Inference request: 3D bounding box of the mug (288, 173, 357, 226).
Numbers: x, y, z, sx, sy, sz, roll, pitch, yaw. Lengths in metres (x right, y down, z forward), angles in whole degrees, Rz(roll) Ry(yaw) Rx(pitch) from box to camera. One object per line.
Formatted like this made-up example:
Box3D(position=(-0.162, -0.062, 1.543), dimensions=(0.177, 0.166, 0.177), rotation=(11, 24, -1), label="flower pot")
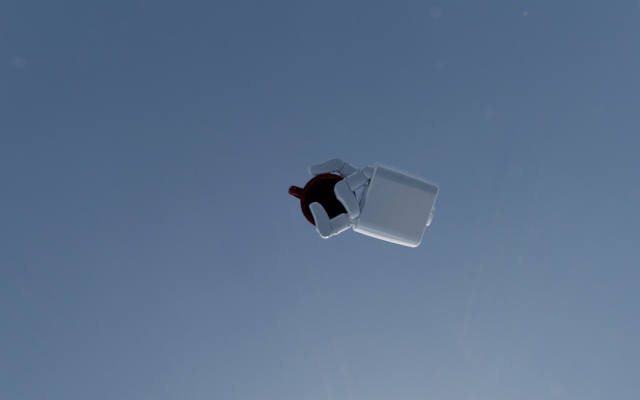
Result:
Box3D(position=(-0.001, 0.002, 0.820), dimensions=(0.117, 0.093, 0.081), rotation=(18, -8, 0), label="mug")
